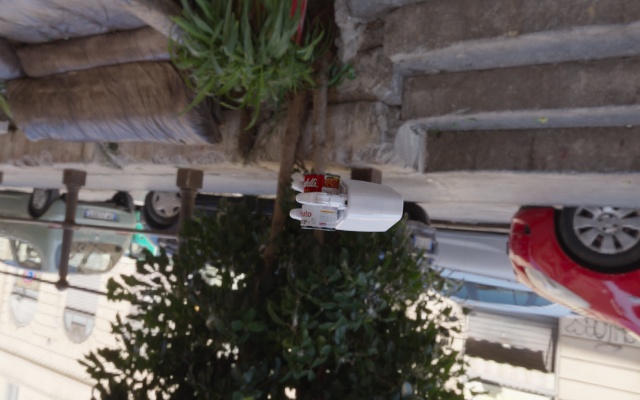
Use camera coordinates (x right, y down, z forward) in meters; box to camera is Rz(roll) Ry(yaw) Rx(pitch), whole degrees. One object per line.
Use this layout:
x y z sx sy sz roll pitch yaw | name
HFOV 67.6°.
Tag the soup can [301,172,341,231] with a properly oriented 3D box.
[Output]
0.000 0.003 0.890 0.068 0.102 0.068 5 -4 0 | soup can
